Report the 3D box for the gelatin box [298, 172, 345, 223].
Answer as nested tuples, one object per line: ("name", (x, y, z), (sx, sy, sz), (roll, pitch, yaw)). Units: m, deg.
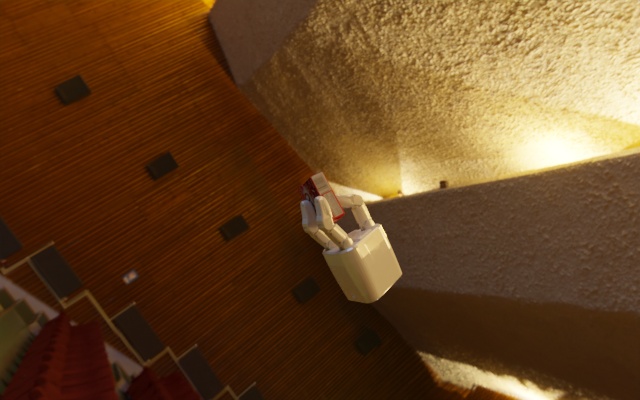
("gelatin box", (0.000, 0.002, 0.858), (0.030, 0.089, 0.073), (-25, -7, -26))
